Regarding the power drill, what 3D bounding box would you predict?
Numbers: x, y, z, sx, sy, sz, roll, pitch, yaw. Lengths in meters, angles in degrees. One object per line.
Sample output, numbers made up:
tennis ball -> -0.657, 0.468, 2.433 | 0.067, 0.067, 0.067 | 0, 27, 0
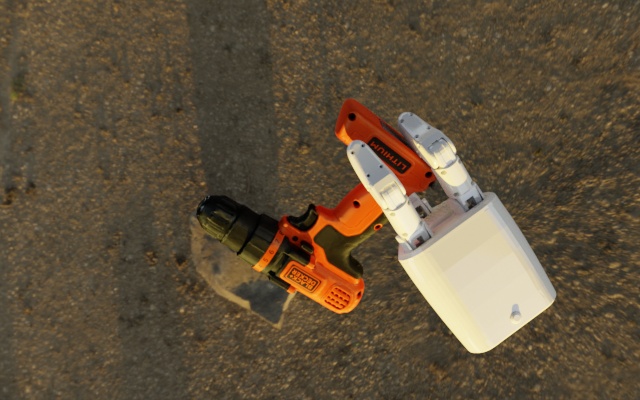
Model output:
power drill -> 0.001, 0.001, 0.449 | 0.184, 0.188, 0.057 | 33, 22, -14
